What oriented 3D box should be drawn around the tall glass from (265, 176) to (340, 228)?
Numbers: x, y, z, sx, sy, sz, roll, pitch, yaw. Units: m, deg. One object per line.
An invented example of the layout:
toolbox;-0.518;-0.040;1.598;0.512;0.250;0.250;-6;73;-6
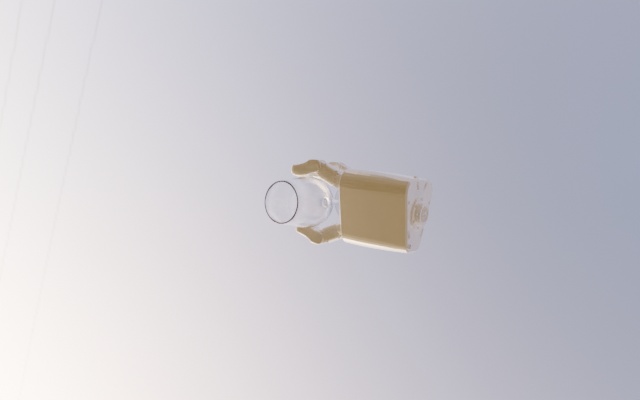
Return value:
tall glass;0.000;0.003;0.757;0.079;0.079;0.201;0;0;35
